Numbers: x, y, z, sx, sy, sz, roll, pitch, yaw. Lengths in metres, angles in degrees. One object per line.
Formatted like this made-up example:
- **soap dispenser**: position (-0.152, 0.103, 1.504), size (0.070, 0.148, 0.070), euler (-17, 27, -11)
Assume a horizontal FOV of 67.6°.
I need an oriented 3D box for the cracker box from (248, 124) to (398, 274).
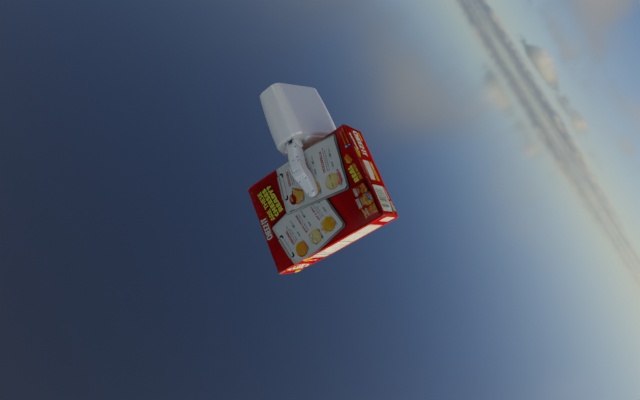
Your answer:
- **cracker box**: position (0.000, 0.002, 0.788), size (0.214, 0.164, 0.072), euler (-32, -20, 26)
